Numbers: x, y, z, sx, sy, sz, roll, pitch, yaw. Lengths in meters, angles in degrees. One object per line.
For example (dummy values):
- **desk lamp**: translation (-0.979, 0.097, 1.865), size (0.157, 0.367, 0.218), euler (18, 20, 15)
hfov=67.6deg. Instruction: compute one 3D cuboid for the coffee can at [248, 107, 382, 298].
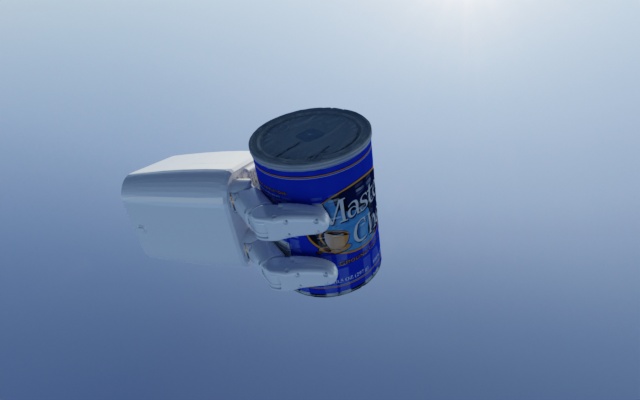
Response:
- **coffee can**: translation (0.000, 0.001, 0.432), size (0.103, 0.140, 0.102), euler (-6, 34, 4)
